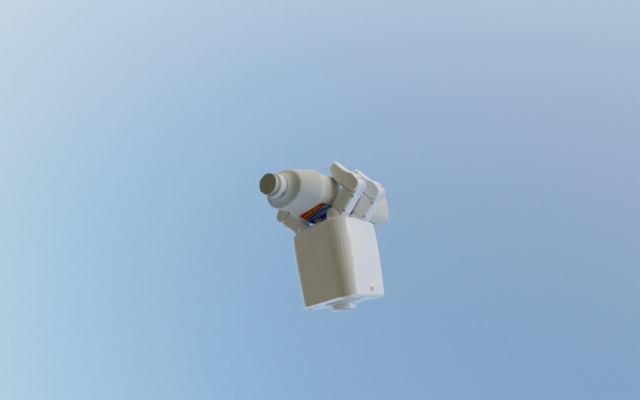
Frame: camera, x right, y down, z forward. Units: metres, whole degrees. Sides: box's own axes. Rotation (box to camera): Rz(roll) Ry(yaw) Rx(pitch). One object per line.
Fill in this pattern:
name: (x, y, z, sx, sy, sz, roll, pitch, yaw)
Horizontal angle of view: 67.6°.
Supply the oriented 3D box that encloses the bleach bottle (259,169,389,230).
bleach bottle: (0.000, 0.002, 0.698, 0.102, 0.068, 0.251, -21, -21, 31)
